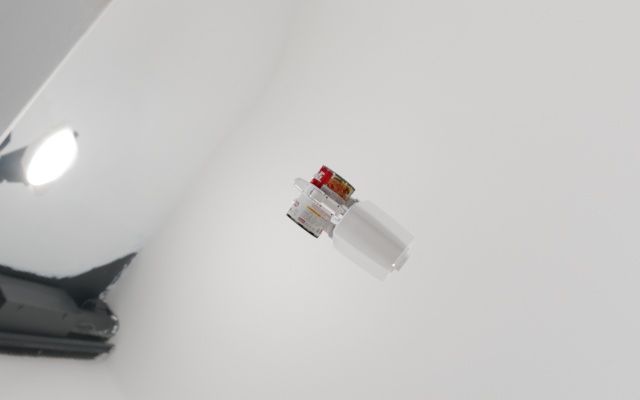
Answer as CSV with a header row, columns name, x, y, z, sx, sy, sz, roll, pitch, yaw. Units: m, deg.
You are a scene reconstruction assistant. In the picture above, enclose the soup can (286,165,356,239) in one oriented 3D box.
name,x,y,z,sx,sy,sz,roll,pitch,yaw
soup can,0.000,0.002,0.778,0.068,0.102,0.068,37,-1,1
